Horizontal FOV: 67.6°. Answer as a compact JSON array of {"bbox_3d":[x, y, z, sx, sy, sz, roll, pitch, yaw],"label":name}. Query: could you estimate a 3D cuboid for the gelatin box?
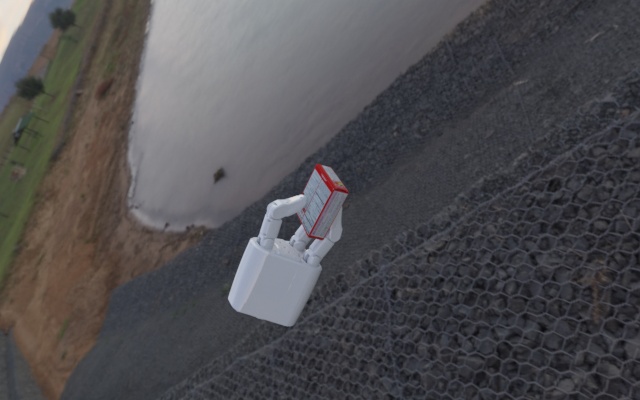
[{"bbox_3d":[0.000,0.002,0.709,0.030,0.089,0.073,13,27,-30],"label":"gelatin box"}]
